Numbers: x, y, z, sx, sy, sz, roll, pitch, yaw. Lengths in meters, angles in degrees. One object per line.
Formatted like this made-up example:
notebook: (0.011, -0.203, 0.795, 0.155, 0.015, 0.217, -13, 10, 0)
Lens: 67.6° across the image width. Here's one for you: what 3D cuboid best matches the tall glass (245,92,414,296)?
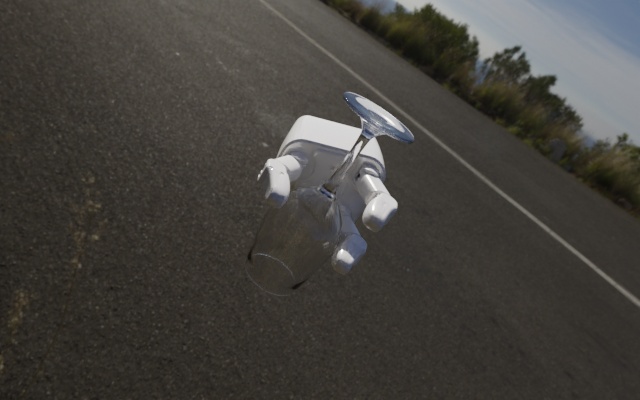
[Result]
tall glass: (0.000, 0.001, 0.457, 0.079, 0.201, 0.079, 28, 24, -14)
